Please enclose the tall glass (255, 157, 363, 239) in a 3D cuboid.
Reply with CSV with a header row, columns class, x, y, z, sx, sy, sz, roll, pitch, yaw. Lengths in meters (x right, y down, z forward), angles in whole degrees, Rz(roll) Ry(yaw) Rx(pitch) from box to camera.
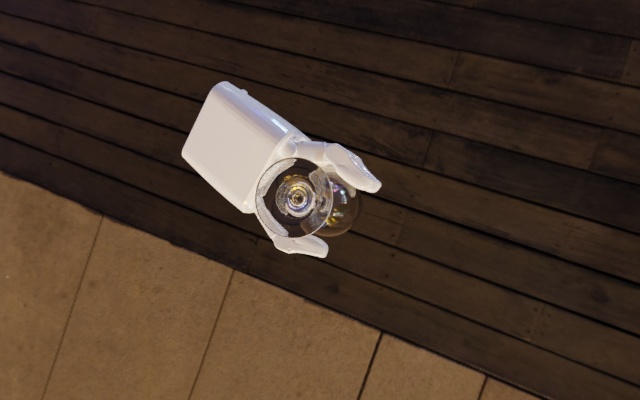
class,x,y,z,sx,sy,sz,roll,pitch,yaw
tall glass,0.000,0.002,0.526,0.079,0.079,0.201,0,-3,15
